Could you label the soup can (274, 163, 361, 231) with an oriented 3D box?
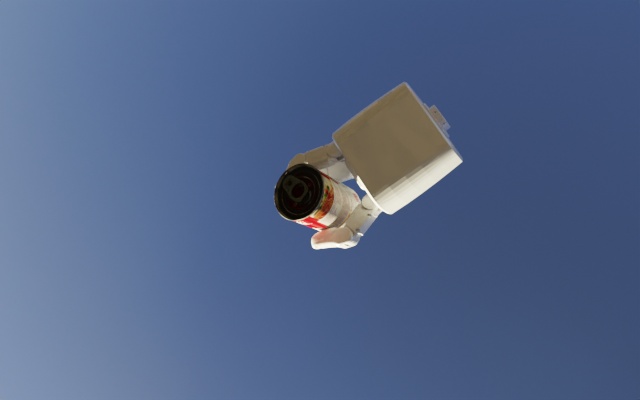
[{"bbox_3d":[0.000,0.002,0.585,0.068,0.068,0.102,0,-14,32],"label":"soup can"}]
